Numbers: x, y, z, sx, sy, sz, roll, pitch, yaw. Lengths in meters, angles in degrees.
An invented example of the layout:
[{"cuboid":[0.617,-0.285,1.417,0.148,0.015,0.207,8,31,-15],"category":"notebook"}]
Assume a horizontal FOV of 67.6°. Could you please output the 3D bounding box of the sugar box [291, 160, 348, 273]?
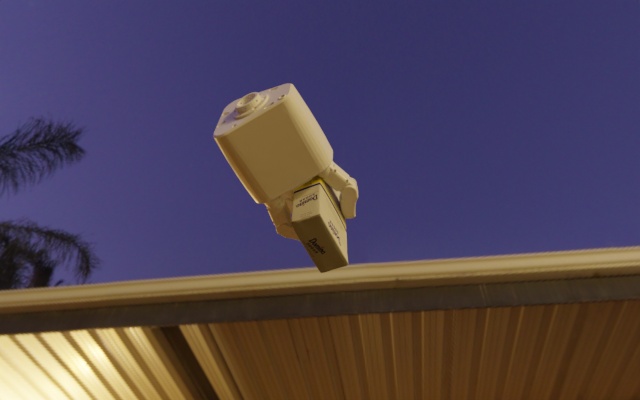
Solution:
[{"cuboid":[0.000,0.002,0.647,0.048,0.093,0.176,-18,35,16],"category":"sugar box"}]
